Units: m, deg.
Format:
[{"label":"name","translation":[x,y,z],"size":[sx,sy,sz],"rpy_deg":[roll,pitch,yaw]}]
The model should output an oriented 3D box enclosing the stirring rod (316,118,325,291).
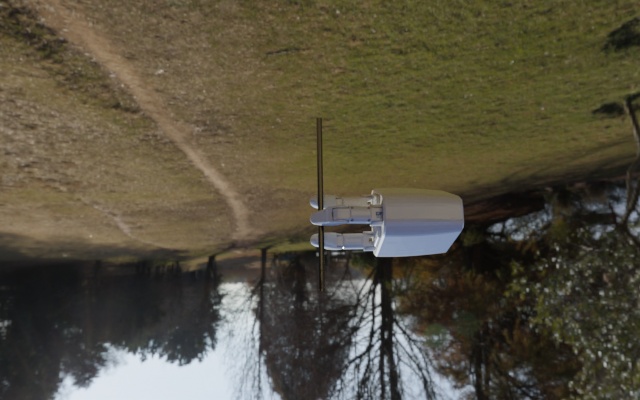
[{"label":"stirring rod","translation":[0.000,0.002,0.655],"size":[0.011,0.239,0.011],"rpy_deg":[-1,-10,0]}]
